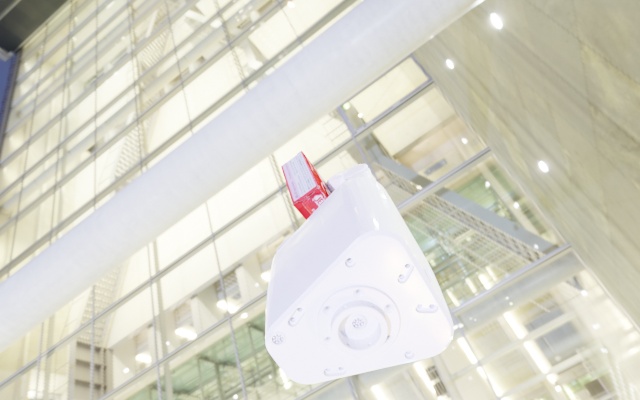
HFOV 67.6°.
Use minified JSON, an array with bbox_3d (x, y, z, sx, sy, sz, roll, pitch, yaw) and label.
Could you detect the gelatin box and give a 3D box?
[{"bbox_3d":[0.000,0.002,0.449,0.030,0.073,0.089,-36,28,6],"label":"gelatin box"}]
